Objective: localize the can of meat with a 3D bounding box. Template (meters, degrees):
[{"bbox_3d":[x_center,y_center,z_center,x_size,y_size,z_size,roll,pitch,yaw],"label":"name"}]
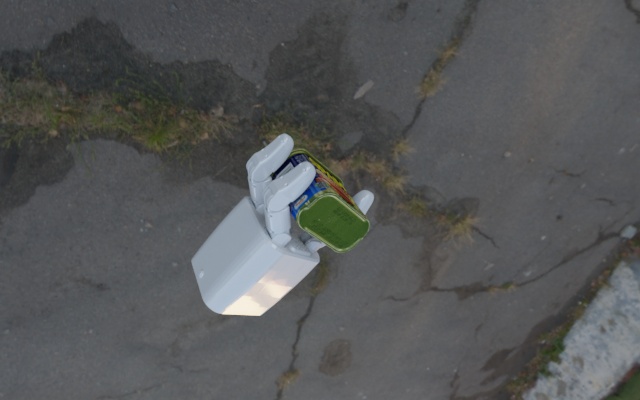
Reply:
[{"bbox_3d":[0.000,0.002,0.531,0.102,0.057,0.084,37,14,-43],"label":"can of meat"}]
